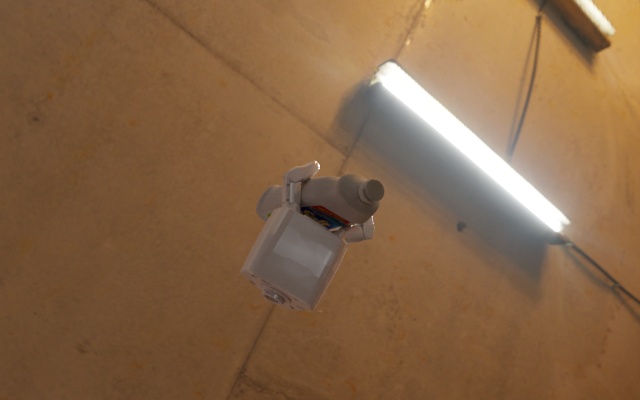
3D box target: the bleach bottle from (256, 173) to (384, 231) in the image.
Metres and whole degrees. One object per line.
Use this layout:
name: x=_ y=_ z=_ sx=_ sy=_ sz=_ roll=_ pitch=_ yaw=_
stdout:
bleach bottle: x=0.000 y=0.002 z=0.711 sx=0.102 sy=0.068 sz=0.251 roll=39 pitch=-27 yaw=-19
